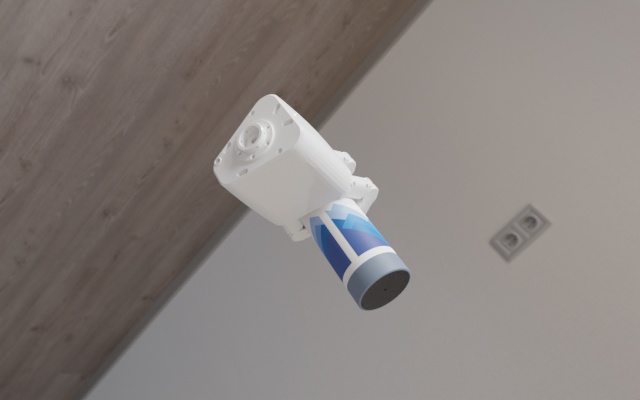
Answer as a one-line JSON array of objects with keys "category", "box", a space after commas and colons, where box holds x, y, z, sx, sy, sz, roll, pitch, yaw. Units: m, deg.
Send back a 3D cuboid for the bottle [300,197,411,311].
[{"category": "bottle", "box": [0.000, 0.002, 0.596, 0.069, 0.069, 0.295, 0, 39, -37]}]
